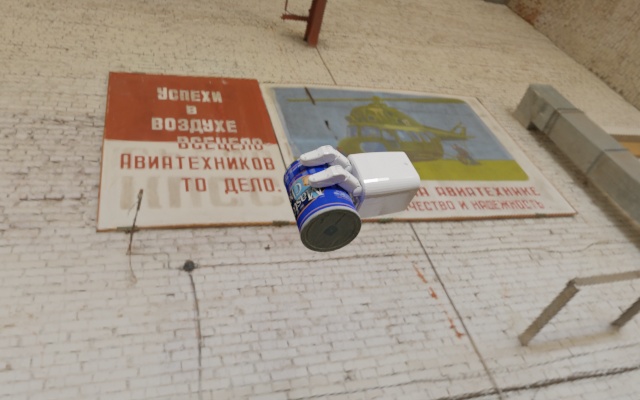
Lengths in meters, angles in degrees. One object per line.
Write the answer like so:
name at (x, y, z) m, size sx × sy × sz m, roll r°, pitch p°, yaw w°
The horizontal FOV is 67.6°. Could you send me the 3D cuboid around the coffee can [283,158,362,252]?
coffee can at (0.000, 0.003, 0.816) m, size 0.103 × 0.103 × 0.140 m, roll 0°, pitch 43°, yaw -21°
